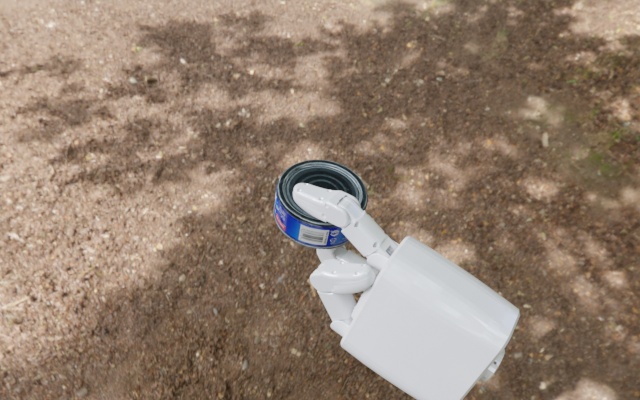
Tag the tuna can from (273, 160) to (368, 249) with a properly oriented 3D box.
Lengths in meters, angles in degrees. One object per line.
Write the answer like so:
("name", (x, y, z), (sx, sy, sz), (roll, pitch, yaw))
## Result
("tuna can", (0.000, 0.001, 0.443), (0.086, 0.086, 0.034), (0, -43, -10))
